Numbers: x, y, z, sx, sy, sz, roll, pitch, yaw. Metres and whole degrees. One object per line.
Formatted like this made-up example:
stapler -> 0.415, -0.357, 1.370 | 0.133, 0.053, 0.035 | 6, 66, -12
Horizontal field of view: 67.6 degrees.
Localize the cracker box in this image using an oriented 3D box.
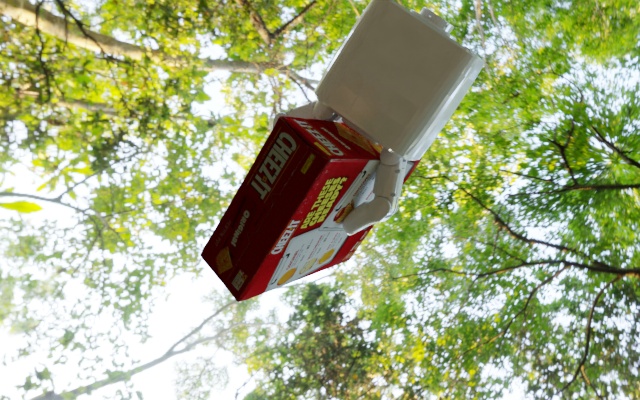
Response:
cracker box -> 0.000, 0.002, 0.499 | 0.072, 0.164, 0.213 | 43, 24, 22
